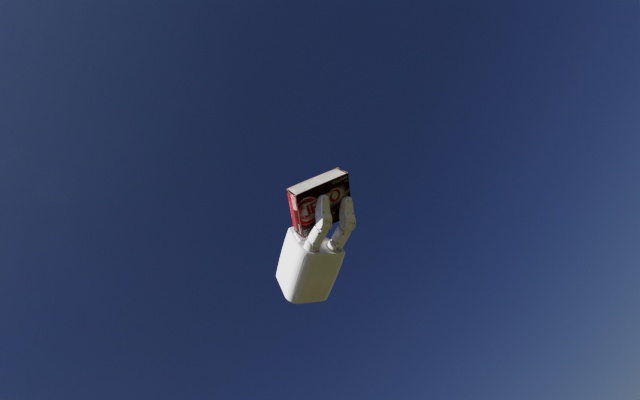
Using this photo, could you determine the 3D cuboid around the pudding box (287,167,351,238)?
[{"bbox_3d":[0.000,0.003,0.852,0.113,0.090,0.039,-26,37,-26],"label":"pudding box"}]
